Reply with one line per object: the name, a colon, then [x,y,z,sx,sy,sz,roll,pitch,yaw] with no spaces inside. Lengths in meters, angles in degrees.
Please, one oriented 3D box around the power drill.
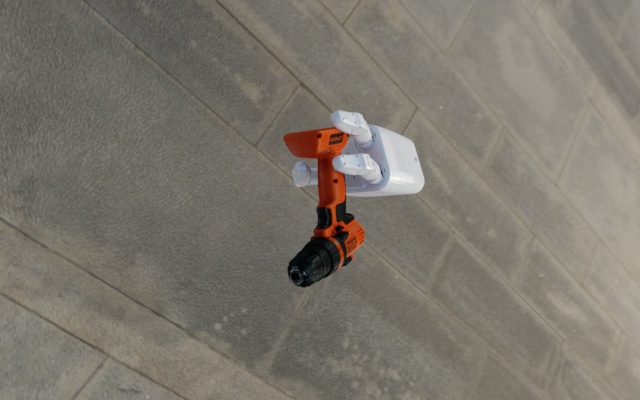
power drill: [0.000,0.002,0.618,0.057,0.188,0.184,-2,12,24]
